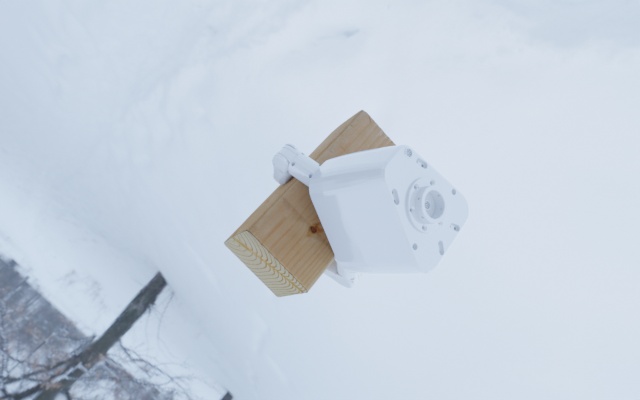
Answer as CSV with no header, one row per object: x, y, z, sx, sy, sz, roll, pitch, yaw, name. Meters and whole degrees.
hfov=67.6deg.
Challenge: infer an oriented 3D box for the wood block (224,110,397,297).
0.000,0.002,0.551,0.206,0.091,0.090,-48,10,-28,wood block
